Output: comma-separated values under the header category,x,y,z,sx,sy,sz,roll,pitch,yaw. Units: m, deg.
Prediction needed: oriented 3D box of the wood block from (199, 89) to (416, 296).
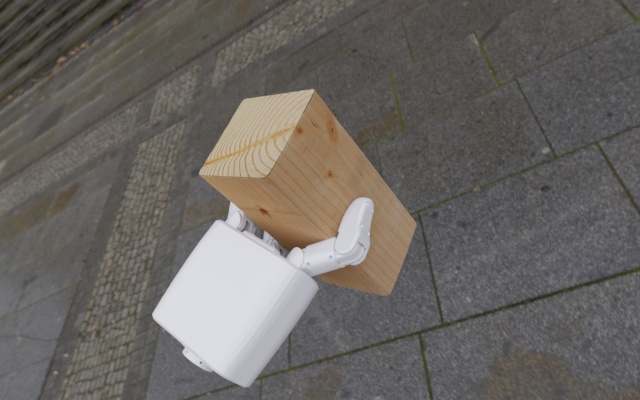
category,x,y,z,sx,sy,sz,roll,pitch,yaw
wood block,0.000,0.002,0.460,0.091,0.090,0.206,4,-31,41
